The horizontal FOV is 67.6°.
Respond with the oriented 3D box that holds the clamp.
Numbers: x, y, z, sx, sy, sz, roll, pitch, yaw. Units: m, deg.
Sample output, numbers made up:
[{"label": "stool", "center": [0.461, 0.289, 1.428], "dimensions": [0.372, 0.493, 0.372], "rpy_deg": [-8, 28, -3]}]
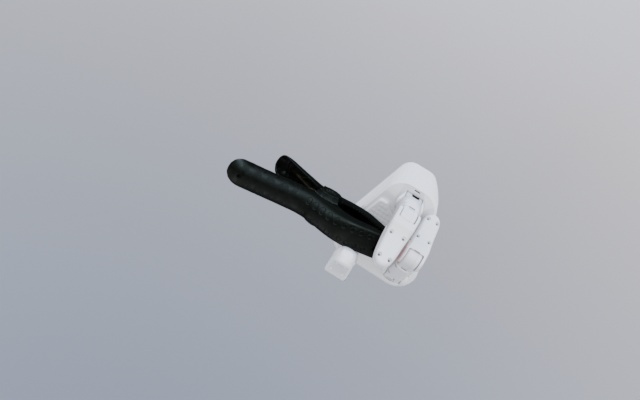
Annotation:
[{"label": "clamp", "center": [0.000, 0.001, 0.477], "dimensions": [0.171, 0.039, 0.120], "rpy_deg": [32, 22, 4]}]
